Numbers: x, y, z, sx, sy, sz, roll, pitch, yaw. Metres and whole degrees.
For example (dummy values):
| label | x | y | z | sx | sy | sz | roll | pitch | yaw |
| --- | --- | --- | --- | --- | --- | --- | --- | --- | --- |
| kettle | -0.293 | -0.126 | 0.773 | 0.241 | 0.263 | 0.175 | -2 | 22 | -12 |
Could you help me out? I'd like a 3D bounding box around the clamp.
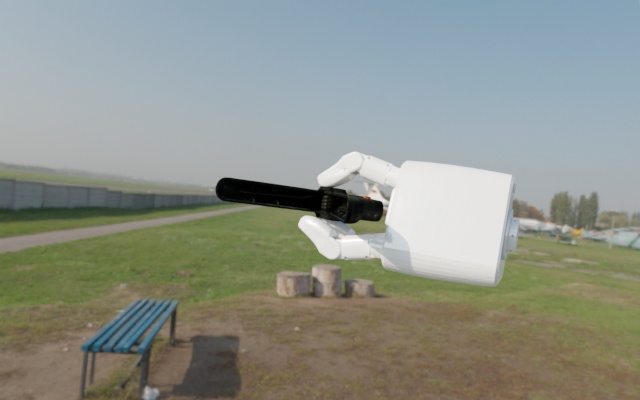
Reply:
| label | x | y | z | sx | sy | sz | roll | pitch | yaw |
| --- | --- | --- | --- | --- | --- | --- | --- | --- | --- |
| clamp | 0.001 | 0.001 | 0.528 | 0.164 | 0.036 | 0.210 | 10 | 2 | 25 |
